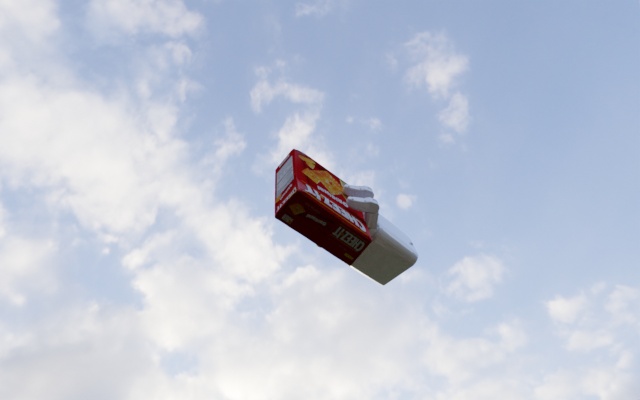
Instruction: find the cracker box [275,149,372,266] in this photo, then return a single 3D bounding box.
[{"bbox_3d":[0.000,0.003,0.881,0.164,0.072,0.213,34,17,-19],"label":"cracker box"}]
